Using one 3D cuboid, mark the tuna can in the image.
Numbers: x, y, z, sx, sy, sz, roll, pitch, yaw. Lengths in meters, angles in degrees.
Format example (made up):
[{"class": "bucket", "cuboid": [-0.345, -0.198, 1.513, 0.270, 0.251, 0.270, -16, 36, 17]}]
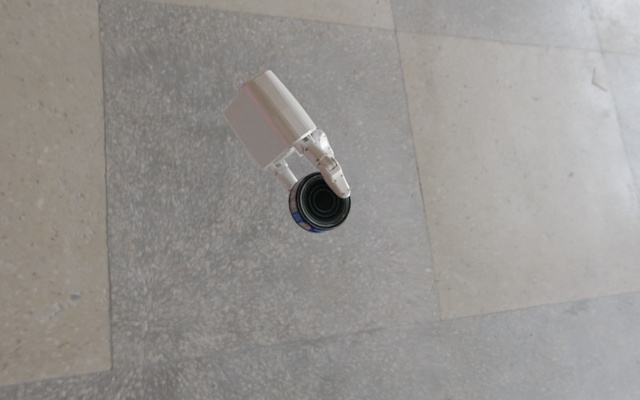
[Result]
[{"class": "tuna can", "cuboid": [0.000, 0.002, 0.676, 0.086, 0.086, 0.034, 0, -9, -23]}]
